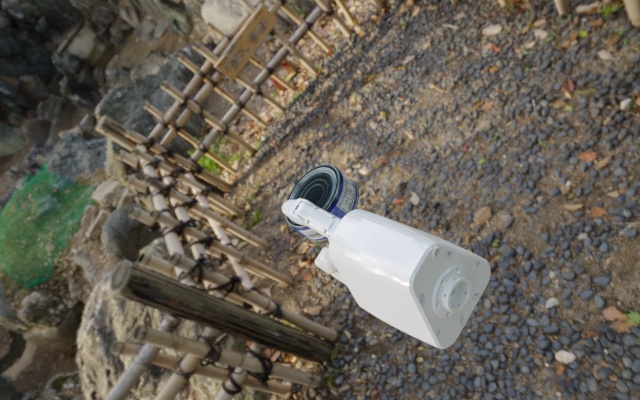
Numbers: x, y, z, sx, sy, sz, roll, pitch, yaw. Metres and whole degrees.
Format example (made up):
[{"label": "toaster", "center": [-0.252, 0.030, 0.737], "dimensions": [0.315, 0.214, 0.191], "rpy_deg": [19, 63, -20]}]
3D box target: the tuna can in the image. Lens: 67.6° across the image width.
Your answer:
[{"label": "tuna can", "center": [0.000, 0.001, 0.546], "dimensions": [0.086, 0.086, 0.034], "rpy_deg": [0, -29, 49]}]
